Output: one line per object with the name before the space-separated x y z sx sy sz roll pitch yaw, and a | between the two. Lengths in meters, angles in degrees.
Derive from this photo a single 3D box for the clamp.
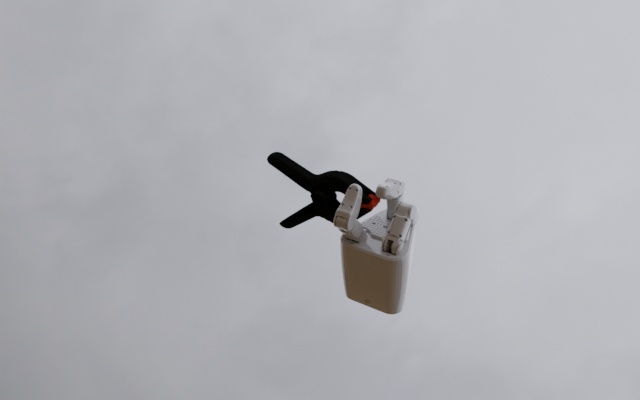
clamp | 0.001 0.002 0.674 0.171 0.120 0.039 17 40 28
